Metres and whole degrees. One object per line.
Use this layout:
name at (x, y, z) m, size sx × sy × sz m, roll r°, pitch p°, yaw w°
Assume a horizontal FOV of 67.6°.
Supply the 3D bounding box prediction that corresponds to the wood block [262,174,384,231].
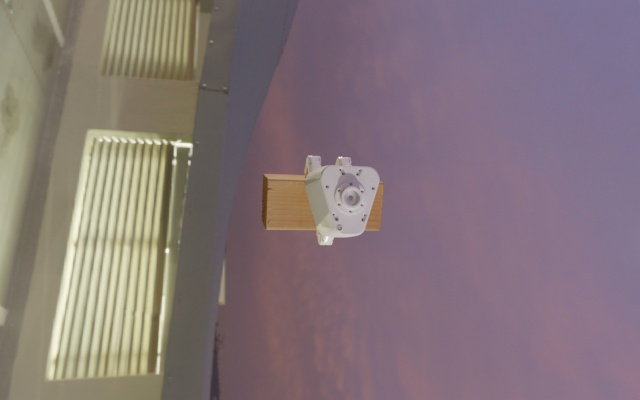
wood block at (0.000, 0.003, 0.872) m, size 0.206 × 0.091 × 0.090 m, roll 2°, pitch 8°, yaw -12°
